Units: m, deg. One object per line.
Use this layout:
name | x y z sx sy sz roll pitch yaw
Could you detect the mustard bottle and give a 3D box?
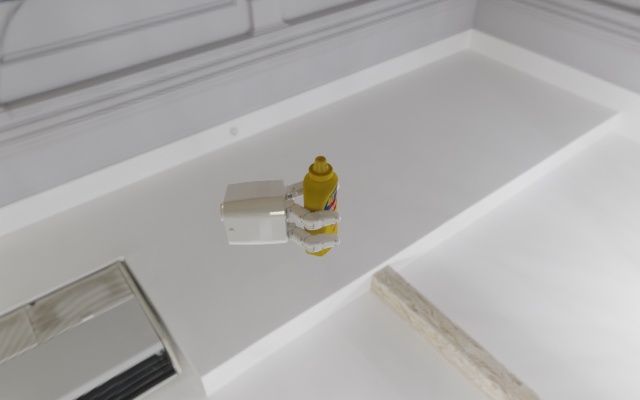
mustard bottle | 0.000 0.003 0.841 0.058 0.192 0.096 13 44 15
